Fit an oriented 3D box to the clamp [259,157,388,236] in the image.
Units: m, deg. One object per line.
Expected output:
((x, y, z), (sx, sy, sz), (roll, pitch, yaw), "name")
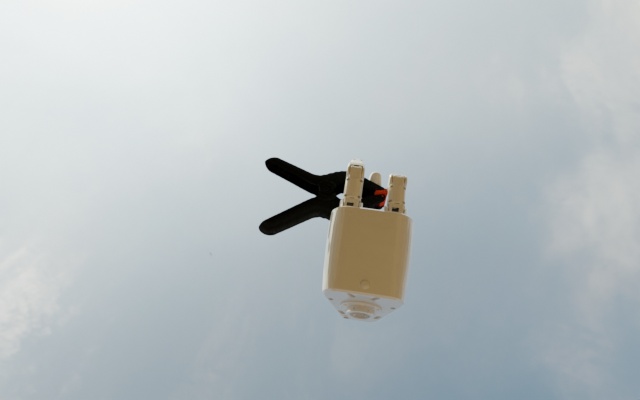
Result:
((0.000, 0.002, 0.624), (0.171, 0.120, 0.039), (8, -30, 5), "clamp")
